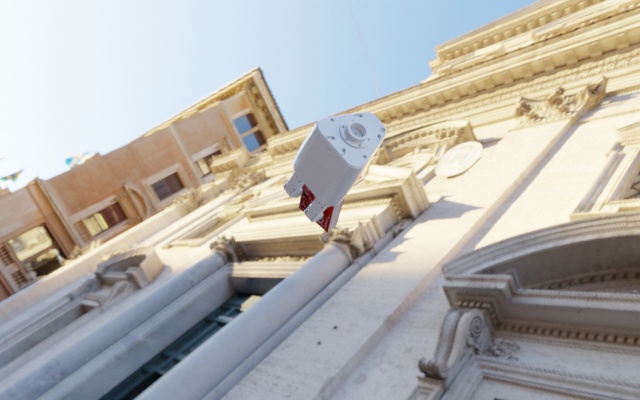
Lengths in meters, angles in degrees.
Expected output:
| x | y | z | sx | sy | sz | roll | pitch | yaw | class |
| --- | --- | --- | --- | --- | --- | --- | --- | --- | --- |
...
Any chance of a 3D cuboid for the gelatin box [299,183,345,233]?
| x | y | z | sx | sy | sz | roll | pitch | yaw | class |
| --- | --- | --- | --- | --- | --- | --- | --- | --- | --- |
| 0.000 | 0.003 | 0.822 | 0.030 | 0.073 | 0.089 | -37 | -24 | -31 | gelatin box |
